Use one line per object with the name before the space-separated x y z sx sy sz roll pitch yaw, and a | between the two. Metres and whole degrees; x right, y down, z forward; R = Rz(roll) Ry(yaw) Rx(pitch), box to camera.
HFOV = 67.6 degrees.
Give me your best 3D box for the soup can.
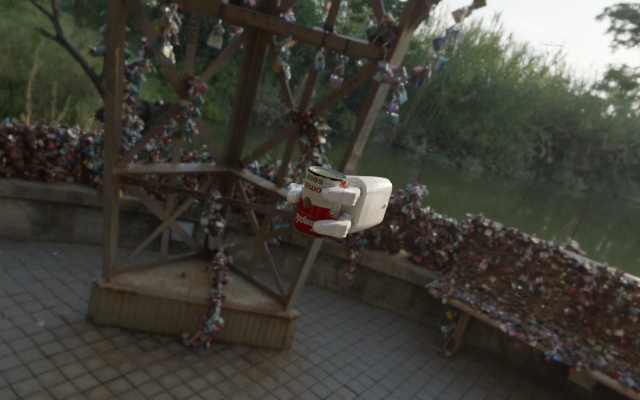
soup can | 0.000 0.002 0.782 0.068 0.102 0.068 14 15 -4
